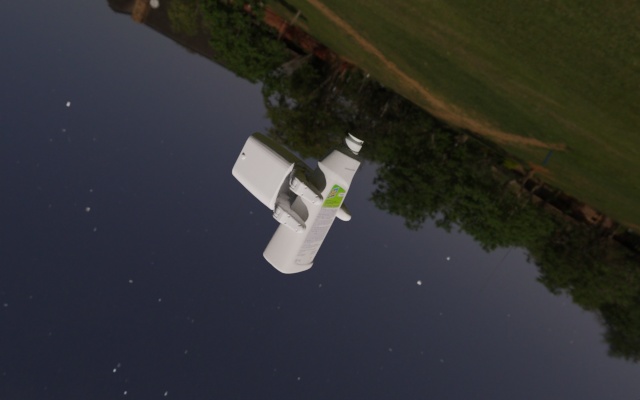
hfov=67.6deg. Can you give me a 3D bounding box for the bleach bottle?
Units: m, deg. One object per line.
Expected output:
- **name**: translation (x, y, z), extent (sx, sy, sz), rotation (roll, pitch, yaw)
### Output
- **bleach bottle**: translation (0.000, 0.003, 0.798), extent (0.068, 0.251, 0.102), rotation (38, 18, 23)
